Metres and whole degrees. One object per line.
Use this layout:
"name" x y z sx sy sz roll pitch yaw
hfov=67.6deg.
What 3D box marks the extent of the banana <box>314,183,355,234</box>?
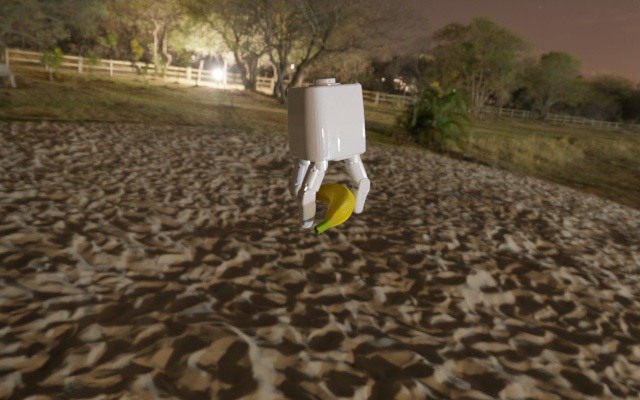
"banana" 0.019 0.000 0.764 0.069 0.037 0.197 -12 15 1
